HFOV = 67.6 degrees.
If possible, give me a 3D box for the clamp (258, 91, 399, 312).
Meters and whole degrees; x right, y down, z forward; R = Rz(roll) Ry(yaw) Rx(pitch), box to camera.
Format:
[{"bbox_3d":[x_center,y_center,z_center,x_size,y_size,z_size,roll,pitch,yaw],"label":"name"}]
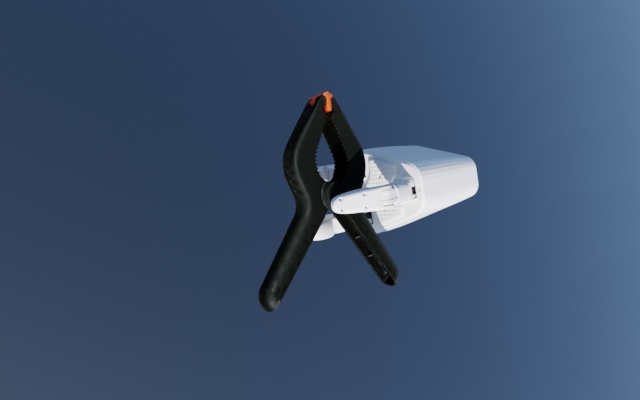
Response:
[{"bbox_3d":[0.001,0.001,0.467,0.164,0.210,0.036,-12,4,-36],"label":"clamp"}]
